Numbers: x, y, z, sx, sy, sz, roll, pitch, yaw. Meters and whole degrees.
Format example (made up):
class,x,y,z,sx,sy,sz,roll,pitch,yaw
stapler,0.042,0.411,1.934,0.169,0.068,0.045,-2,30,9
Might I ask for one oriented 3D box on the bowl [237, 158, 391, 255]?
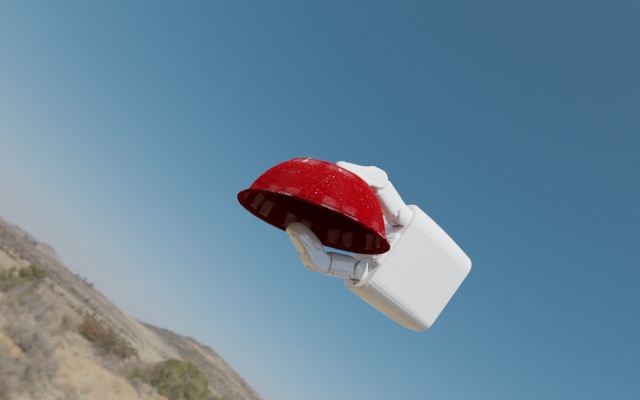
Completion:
class,x,y,z,sx,sy,sz,roll,pitch,yaw
bowl,-0.001,0.001,0.486,0.162,0.055,0.162,18,-16,5
